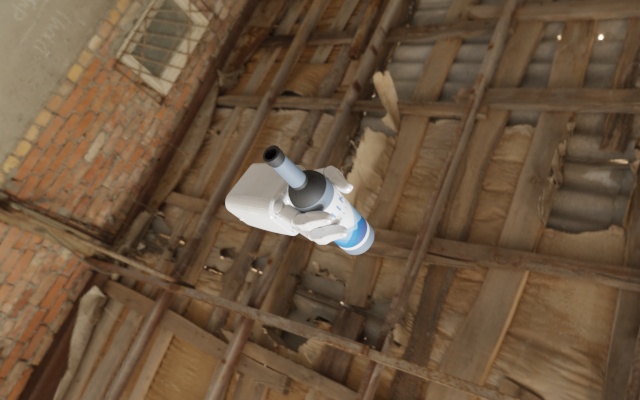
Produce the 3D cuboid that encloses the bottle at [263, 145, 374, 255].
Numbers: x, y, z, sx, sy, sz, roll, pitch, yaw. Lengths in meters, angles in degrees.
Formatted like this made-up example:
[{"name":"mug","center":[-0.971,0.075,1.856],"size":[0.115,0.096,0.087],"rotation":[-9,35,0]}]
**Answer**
[{"name":"bottle","center":[0.000,0.003,0.761],"size":[0.069,0.069,0.296],"rotation":[0,-27,31]}]
